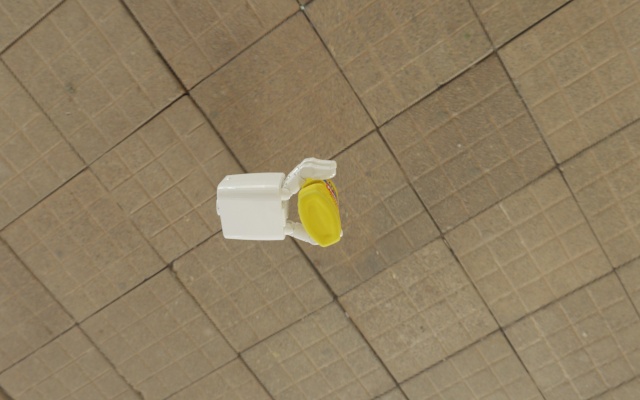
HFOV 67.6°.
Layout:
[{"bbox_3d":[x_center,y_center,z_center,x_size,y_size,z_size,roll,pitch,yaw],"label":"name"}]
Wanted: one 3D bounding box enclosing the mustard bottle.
[{"bbox_3d":[0.000,0.003,0.823,0.058,0.096,0.191,-25,14,8],"label":"mustard bottle"}]
